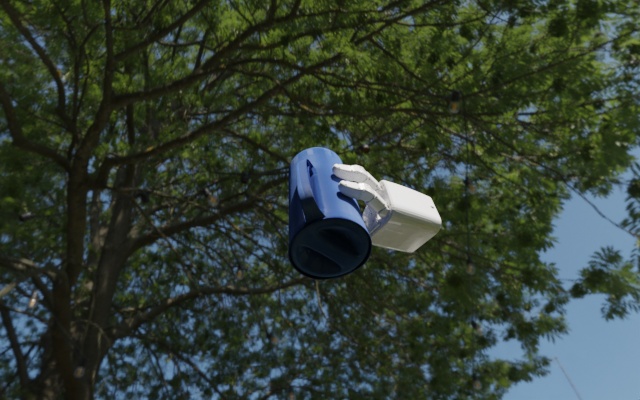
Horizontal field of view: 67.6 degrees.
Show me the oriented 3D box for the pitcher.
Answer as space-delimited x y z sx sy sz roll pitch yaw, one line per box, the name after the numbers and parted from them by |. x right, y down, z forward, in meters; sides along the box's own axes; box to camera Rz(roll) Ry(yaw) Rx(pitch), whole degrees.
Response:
0.000 0.003 0.833 0.145 0.149 0.242 15 34 -19 | pitcher
